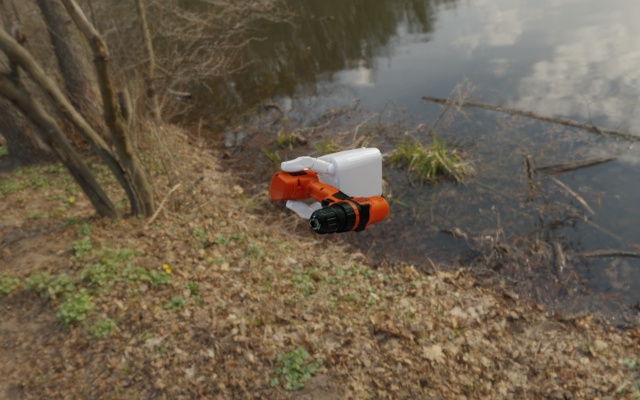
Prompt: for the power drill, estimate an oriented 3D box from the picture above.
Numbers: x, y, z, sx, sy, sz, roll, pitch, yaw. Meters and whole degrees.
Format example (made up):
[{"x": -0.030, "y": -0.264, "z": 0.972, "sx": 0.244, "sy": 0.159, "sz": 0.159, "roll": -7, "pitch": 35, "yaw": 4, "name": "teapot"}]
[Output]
[{"x": 0.000, "y": 0.002, "z": 0.831, "sx": 0.187, "sy": 0.057, "sz": 0.184, "roll": 26, "pitch": 22, "yaw": 36, "name": "power drill"}]
